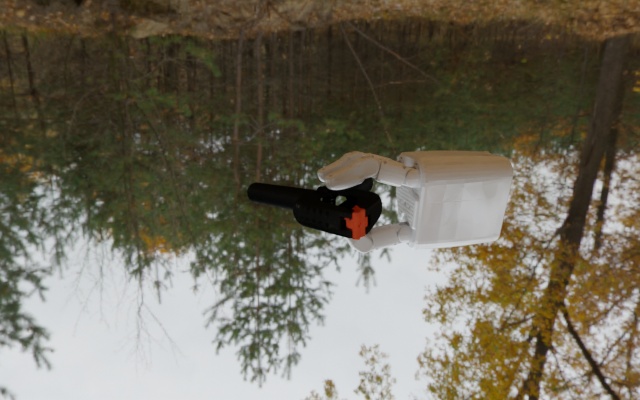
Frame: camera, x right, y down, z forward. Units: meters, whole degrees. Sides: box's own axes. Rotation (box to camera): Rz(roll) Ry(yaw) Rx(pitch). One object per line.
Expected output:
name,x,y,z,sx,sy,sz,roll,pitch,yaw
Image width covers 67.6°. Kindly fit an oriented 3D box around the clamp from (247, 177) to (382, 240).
clamp,0.000,0.003,0.535,0.164,0.036,0.210,-5,13,-7
